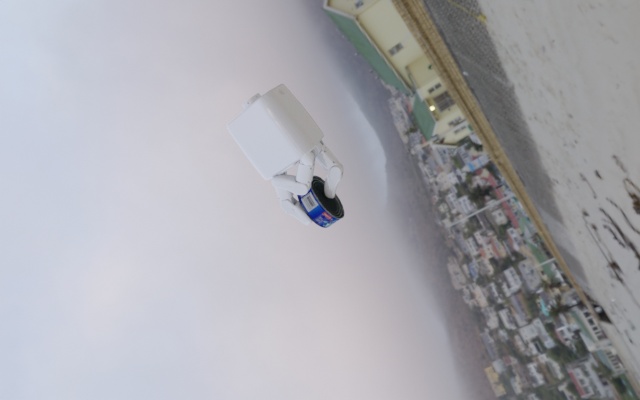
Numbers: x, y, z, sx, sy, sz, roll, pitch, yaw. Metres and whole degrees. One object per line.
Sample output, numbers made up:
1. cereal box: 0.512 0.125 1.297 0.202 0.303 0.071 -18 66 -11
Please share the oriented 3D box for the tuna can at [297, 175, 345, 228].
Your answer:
1. tuna can: 0.000 0.003 0.797 0.034 0.086 0.086 -36 -15 21
